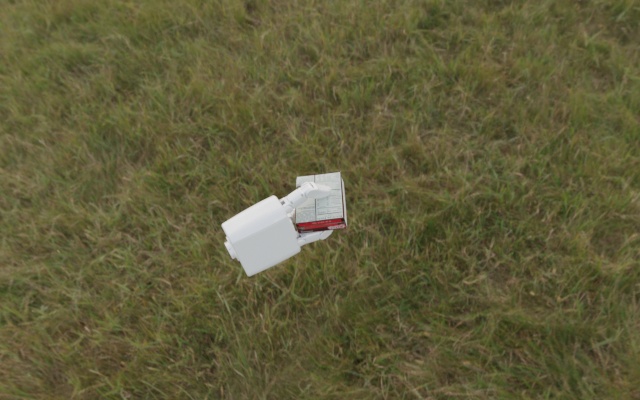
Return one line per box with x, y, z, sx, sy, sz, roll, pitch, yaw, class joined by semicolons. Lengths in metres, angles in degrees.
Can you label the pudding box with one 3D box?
0.000;0.003;0.876;0.090;0.113;0.039;-6;-36;6;pudding box
